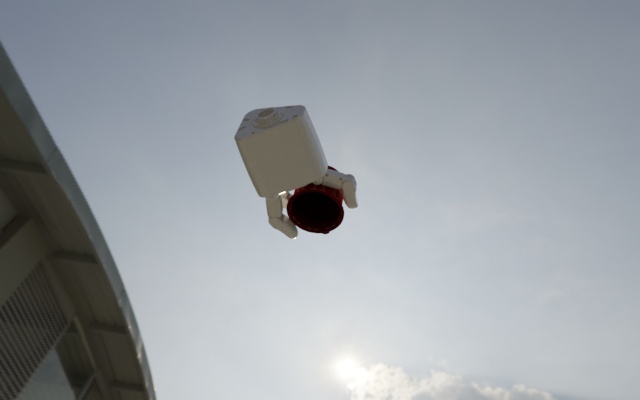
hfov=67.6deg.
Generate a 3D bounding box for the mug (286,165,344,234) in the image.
[{"bbox_3d":[0.001,0.004,0.794,0.093,0.117,0.081,-7,38,16],"label":"mug"}]
